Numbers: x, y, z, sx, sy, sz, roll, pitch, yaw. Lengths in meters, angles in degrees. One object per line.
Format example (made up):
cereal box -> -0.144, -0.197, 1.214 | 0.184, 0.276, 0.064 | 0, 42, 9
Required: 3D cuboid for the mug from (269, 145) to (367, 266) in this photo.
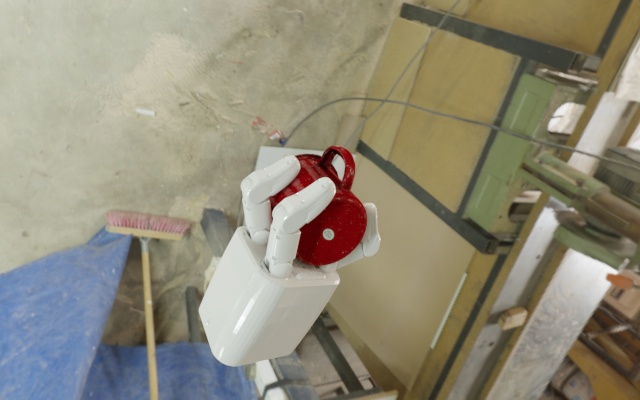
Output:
mug -> 0.001, 0.000, 0.477 | 0.093, 0.117, 0.081 | 18, 20, -36
